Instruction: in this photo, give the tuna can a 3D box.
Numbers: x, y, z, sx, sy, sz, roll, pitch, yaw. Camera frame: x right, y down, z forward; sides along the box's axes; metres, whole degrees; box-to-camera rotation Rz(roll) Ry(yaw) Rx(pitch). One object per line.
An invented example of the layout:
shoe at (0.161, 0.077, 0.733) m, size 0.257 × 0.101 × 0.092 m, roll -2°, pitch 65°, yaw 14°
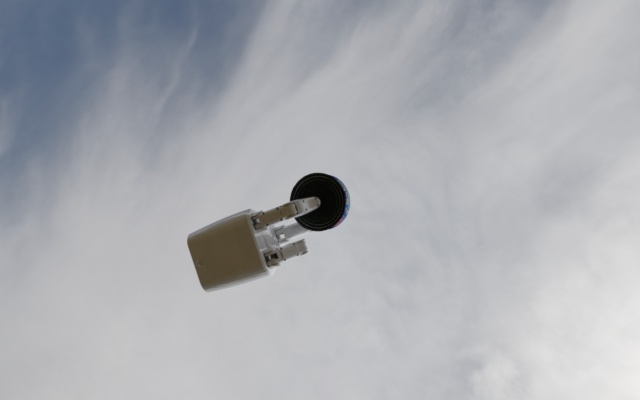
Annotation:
tuna can at (0.000, 0.002, 0.704) m, size 0.086 × 0.086 × 0.034 m, roll 0°, pitch 0°, yaw 17°
